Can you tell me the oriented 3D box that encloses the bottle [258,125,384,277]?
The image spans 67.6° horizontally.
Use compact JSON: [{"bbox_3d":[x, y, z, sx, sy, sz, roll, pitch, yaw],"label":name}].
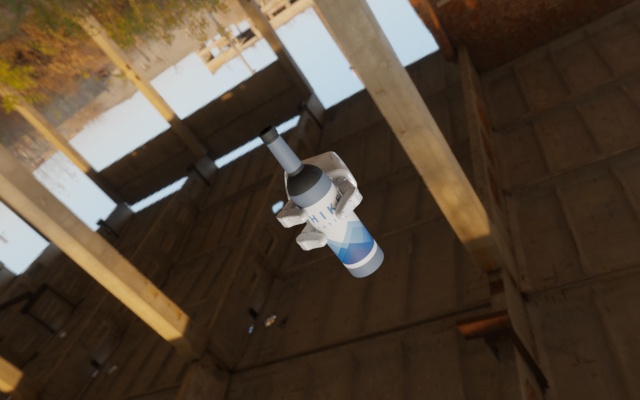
[{"bbox_3d":[0.000,0.003,0.764,0.069,0.296,0.069,-29,27,16],"label":"bottle"}]
